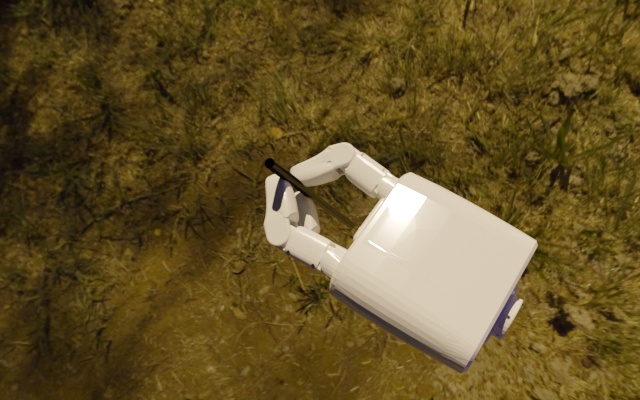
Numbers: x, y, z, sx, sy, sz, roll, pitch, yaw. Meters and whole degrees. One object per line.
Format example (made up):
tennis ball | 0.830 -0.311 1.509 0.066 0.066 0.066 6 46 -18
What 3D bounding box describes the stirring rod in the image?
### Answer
stirring rod | 0.000 0.002 0.455 0.011 0.011 0.239 0 -14 18
